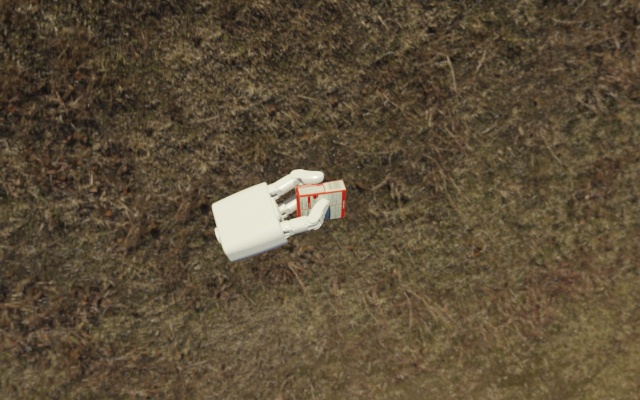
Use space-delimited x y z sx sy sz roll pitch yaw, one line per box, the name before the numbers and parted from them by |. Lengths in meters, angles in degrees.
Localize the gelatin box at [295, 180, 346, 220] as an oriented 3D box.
gelatin box | 0.001 0.003 0.871 0.089 0.073 0.030 -8 46 -7
